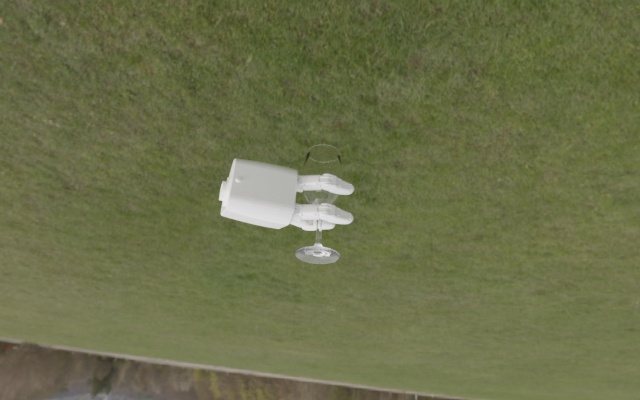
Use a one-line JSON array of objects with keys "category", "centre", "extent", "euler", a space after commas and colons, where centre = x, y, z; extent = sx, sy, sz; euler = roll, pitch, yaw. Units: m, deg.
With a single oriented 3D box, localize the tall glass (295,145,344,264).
[{"category": "tall glass", "centre": [0.000, 0.003, 0.829], "extent": [0.079, 0.201, 0.079], "euler": [3, -27, 2]}]
